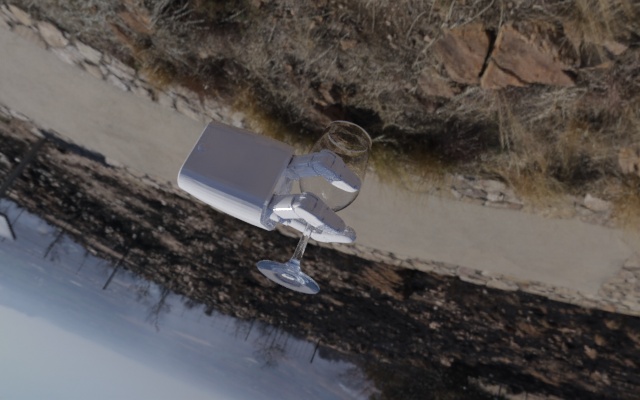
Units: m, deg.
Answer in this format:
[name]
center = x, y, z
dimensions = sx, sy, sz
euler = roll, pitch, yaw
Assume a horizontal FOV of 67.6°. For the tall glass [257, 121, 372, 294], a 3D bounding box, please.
[tall glass]
center = 0.000, 0.002, 0.560
dimensions = 0.079, 0.201, 0.079
euler = 19, -26, 10
